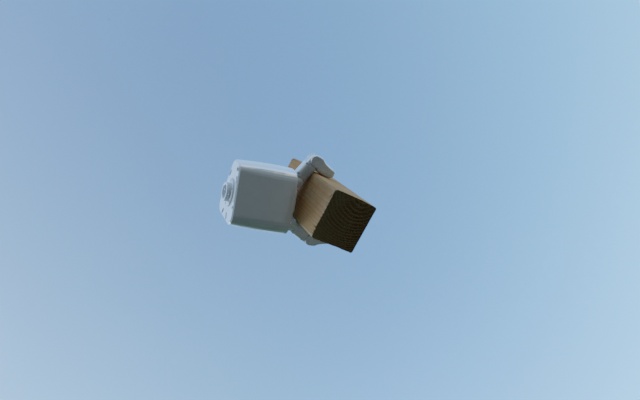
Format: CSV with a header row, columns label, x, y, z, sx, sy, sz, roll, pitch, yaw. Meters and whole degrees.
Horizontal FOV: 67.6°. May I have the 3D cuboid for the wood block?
label,x,y,z,sx,sy,sz,roll,pitch,yaw
wood block,0.000,0.002,0.870,0.090,0.091,0.206,24,8,-29
